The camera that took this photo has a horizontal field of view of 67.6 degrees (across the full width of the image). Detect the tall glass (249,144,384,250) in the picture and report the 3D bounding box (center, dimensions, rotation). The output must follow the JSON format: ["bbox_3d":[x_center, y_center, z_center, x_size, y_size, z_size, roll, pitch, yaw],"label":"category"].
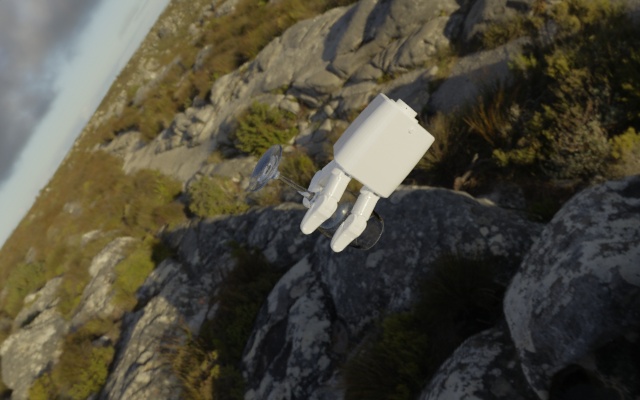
[{"bbox_3d":[-0.001,0.002,0.690,0.201,0.079,0.079,32,-16,-27],"label":"tall glass"}]
